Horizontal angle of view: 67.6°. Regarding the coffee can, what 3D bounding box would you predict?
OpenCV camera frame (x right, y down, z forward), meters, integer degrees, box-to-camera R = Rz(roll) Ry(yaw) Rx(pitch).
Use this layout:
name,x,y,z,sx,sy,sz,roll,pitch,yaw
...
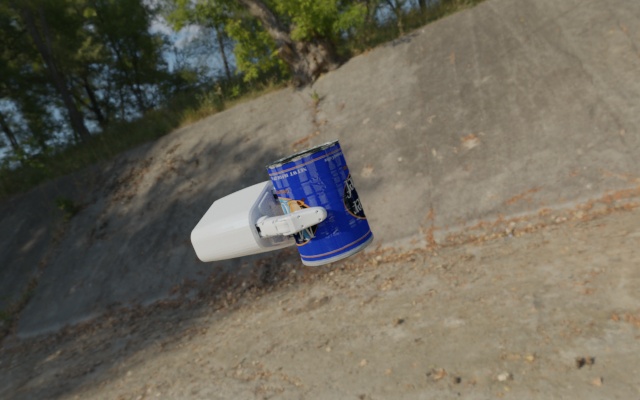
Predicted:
name,x,y,z,sx,sy,sz,roll,pitch,yaw
coffee can,0.000,0.002,0.636,0.103,0.140,0.103,-20,9,3
